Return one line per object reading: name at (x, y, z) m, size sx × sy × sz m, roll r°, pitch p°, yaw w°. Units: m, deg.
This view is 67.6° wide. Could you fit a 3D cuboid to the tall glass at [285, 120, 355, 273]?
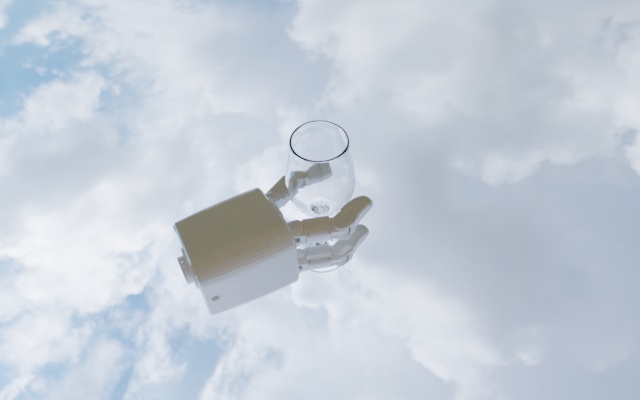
tall glass at (0.000, 0.002, 0.563) m, size 0.079 × 0.079 × 0.201 m, roll 0°, pitch -40°, yaw 1°
